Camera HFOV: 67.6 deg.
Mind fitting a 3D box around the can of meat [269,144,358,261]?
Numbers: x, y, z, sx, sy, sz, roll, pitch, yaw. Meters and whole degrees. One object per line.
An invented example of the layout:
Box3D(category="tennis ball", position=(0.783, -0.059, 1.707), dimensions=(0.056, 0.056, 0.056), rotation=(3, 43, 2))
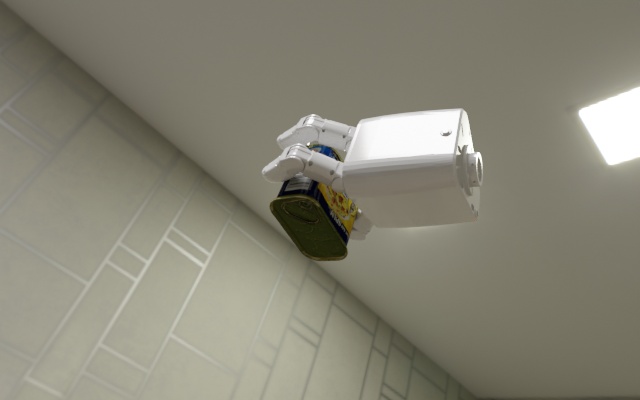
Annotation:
Box3D(category="can of meat", position=(0.000, 0.002, 0.517), dimensions=(0.057, 0.084, 0.102), rotation=(-6, -46, 31))
